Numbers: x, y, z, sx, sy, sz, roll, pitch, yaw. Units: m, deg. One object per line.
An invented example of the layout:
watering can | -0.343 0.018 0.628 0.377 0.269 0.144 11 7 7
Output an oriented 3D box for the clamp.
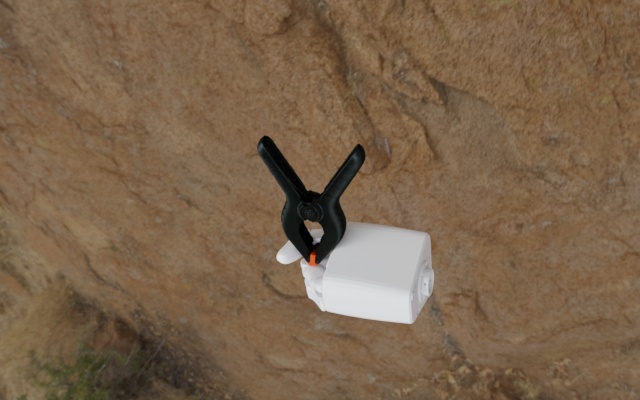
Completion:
clamp | 0.000 0.002 0.552 0.120 0.172 0.039 2 35 23
